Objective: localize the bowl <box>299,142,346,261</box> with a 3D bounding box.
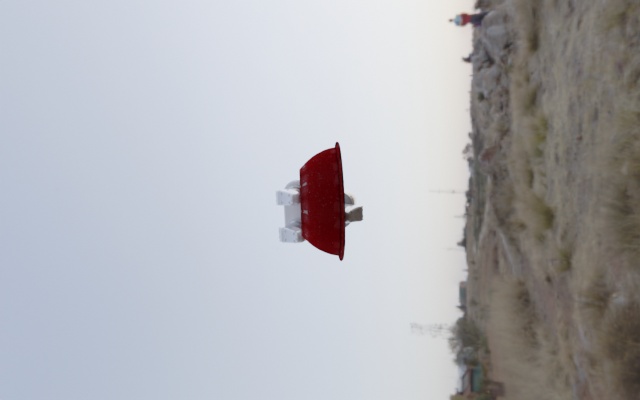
[{"bbox_3d":[0.000,0.002,0.646,0.055,0.162,0.162,-2,0,-2],"label":"bowl"}]
